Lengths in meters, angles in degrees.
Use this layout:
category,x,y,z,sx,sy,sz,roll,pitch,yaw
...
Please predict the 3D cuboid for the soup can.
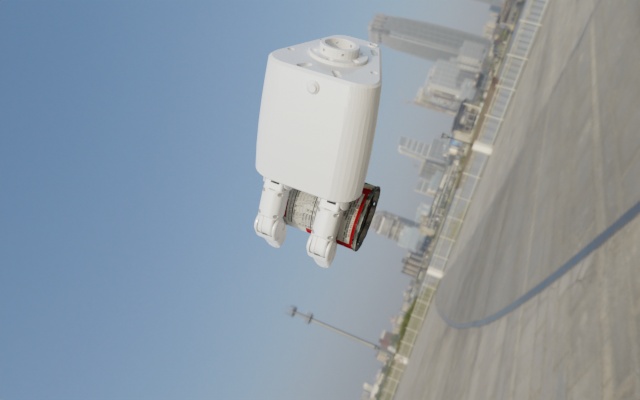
category,x,y,z,sx,sy,sz,roll,pitch,yaw
soup can,0.000,0.002,0.476,0.102,0.068,0.068,20,5,13
